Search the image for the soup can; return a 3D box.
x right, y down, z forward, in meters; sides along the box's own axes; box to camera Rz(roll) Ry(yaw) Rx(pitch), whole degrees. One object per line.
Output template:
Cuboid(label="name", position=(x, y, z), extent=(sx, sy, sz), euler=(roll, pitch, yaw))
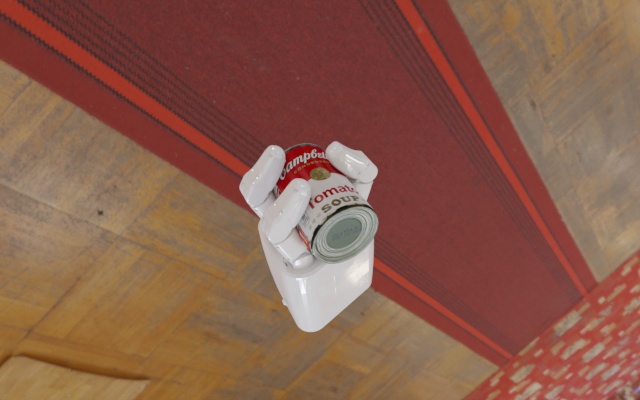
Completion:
Cuboid(label="soup can", position=(0.000, 0.001, 0.446), extent=(0.068, 0.068, 0.102), euler=(0, 36, -33))
